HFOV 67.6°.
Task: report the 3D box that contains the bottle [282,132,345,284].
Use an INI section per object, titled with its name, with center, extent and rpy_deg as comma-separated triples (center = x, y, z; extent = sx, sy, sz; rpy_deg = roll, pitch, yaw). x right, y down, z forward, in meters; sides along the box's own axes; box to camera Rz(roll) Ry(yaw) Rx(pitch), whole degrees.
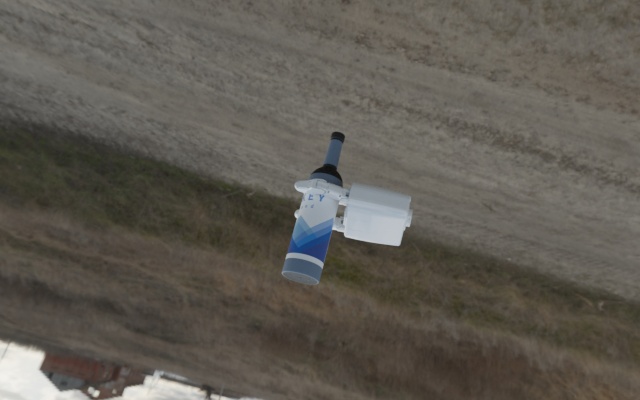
[bottle]
center = 0.000, 0.003, 0.878
extent = 0.069, 0.295, 0.069
rpy_deg = 13, -23, 6
